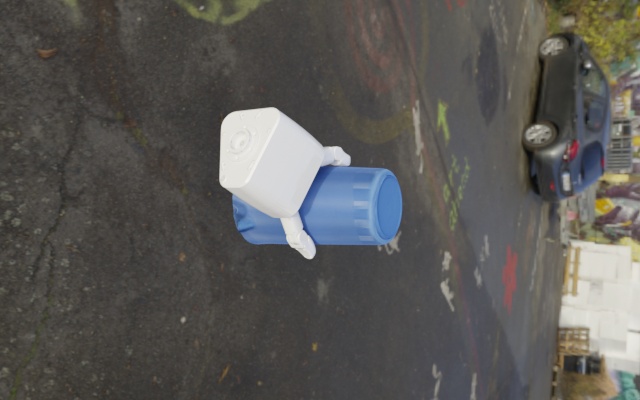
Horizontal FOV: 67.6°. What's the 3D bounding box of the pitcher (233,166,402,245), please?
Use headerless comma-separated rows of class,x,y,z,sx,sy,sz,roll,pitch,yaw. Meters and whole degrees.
pitcher,0.000,0.002,0.738,0.243,0.149,0.145,1,-21,32
